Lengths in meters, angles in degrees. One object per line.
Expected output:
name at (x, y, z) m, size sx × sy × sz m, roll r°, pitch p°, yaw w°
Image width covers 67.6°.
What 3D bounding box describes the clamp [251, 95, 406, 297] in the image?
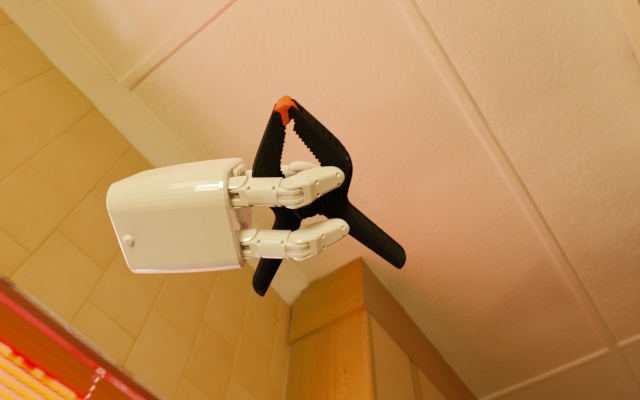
clamp at (0.000, 0.001, 0.464) m, size 0.164 × 0.210 × 0.036 m, roll -7°, pitch 29°, yaw 0°
